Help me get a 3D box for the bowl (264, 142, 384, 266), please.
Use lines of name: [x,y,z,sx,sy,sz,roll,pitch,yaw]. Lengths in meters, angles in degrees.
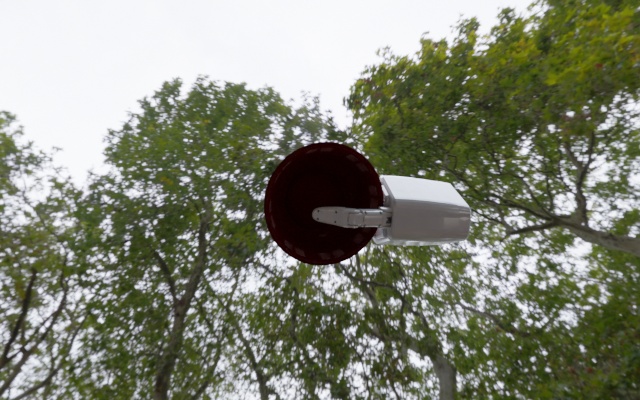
bowl: [-0.001,0.002,0.638,0.162,0.162,0.055,0,9,-16]
